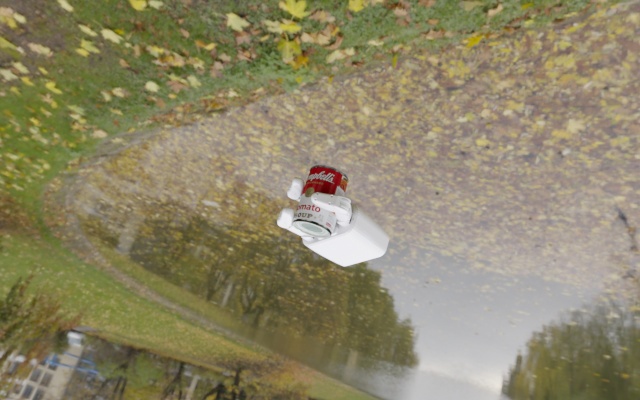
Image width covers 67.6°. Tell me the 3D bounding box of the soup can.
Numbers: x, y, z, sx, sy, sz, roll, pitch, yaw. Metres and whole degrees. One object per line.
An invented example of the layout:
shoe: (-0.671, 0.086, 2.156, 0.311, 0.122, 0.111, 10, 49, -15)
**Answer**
soup can: (0.000, 0.003, 0.780, 0.068, 0.102, 0.068, 16, -21, 6)
